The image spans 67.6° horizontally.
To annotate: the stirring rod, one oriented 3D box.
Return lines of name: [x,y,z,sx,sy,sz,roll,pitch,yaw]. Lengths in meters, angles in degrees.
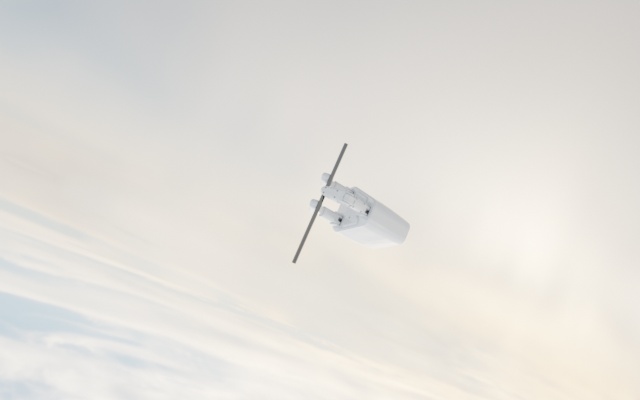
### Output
stirring rod: [0.000,0.003,0.867,0.011,0.239,0.011,23,-10,4]
